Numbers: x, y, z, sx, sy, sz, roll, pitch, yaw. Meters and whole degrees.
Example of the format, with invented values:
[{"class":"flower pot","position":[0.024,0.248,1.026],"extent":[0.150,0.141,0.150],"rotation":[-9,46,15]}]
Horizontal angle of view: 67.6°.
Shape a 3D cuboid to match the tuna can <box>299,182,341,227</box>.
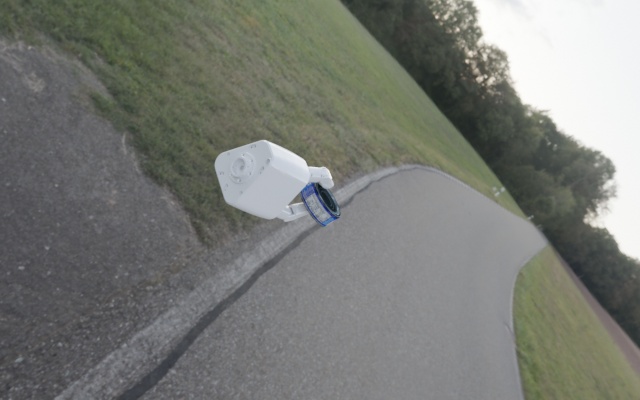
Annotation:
[{"class":"tuna can","position":[0.001,0.003,0.859],"extent":[0.034,0.086,0.086],"rotation":[-32,-10,15]}]
